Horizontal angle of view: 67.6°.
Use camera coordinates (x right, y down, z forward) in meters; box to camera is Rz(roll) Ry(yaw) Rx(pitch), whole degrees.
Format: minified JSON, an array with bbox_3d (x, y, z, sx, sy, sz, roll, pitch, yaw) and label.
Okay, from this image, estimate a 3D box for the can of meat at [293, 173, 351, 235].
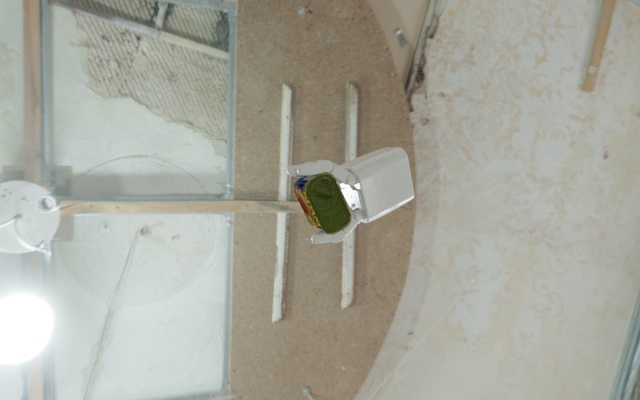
[{"bbox_3d":[0.000,0.003,0.833,0.057,0.102,0.084,-28,13,-15],"label":"can of meat"}]
